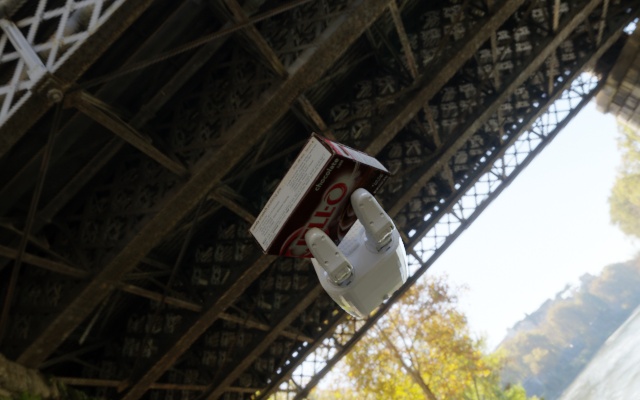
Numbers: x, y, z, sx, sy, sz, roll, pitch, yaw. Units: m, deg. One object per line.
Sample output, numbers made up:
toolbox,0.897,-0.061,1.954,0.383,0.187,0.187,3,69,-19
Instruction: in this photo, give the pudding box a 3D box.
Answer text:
pudding box,0.000,0.001,0.440,0.090,0.113,0.039,12,27,-51
